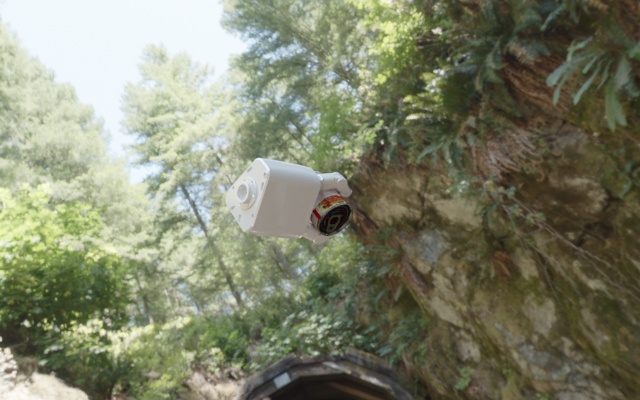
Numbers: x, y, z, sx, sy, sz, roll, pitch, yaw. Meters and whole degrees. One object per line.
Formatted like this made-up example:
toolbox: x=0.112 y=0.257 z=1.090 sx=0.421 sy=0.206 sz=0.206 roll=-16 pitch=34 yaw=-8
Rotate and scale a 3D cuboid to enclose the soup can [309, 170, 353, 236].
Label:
soup can: x=0.000 y=0.002 z=0.818 sx=0.068 sy=0.068 sz=0.102 roll=0 pitch=37 yaw=-40
